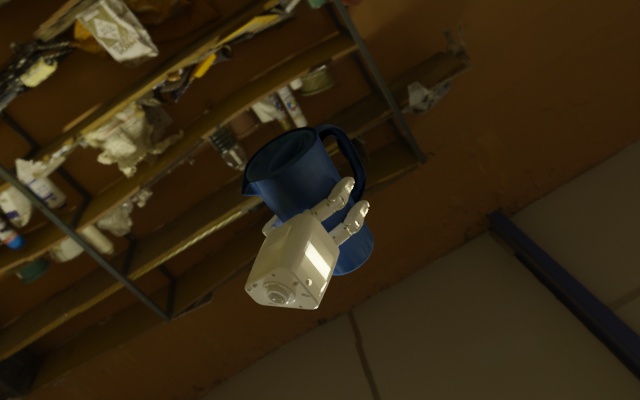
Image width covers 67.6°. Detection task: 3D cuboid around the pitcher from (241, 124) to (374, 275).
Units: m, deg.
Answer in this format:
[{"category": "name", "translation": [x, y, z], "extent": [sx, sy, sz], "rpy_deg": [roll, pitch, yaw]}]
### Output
[{"category": "pitcher", "translation": [0.000, 0.003, 0.792], "extent": [0.149, 0.243, 0.145], "rpy_deg": [-14, 36, 32]}]
